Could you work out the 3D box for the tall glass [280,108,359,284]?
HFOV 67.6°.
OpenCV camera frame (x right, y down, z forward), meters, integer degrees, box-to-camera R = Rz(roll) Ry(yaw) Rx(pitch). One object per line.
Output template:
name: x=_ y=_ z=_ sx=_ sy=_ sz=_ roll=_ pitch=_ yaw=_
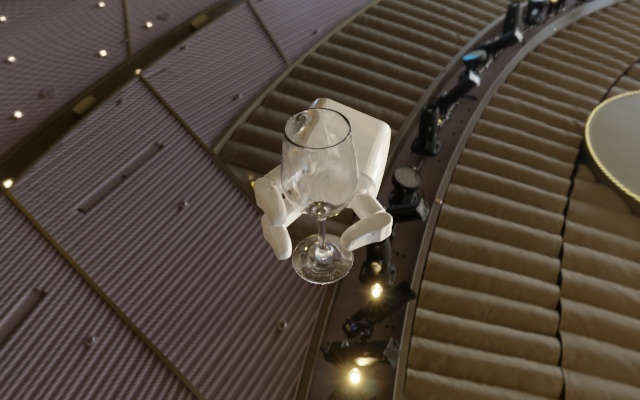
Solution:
tall glass: x=0.000 y=0.002 z=0.506 sx=0.079 sy=0.079 sz=0.201 roll=0 pitch=-43 yaw=2
